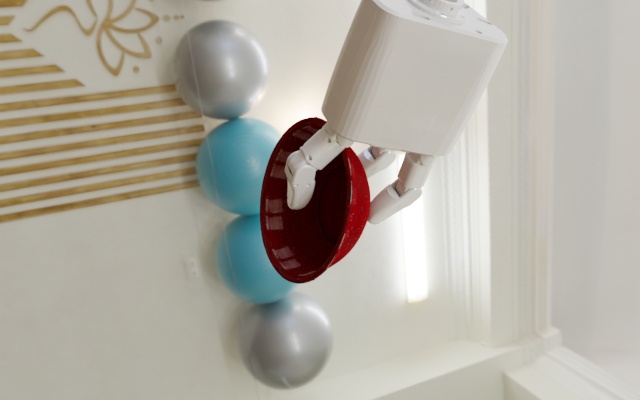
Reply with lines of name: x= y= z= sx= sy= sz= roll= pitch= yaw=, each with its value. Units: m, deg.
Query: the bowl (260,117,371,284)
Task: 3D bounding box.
bowl: x=0.000 y=0.002 z=0.478 sx=0.055 sy=0.162 sz=0.162 roll=7 pitch=-4 yaw=-35
